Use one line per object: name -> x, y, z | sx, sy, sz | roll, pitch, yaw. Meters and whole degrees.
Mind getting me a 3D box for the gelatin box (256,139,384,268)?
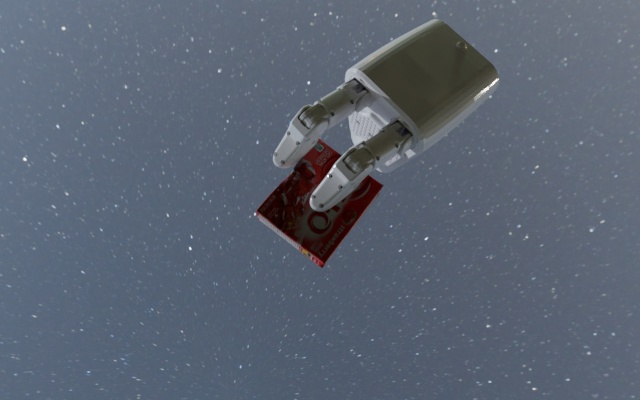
gelatin box -> 0.000, 0.002, 0.417 | 0.073, 0.089, 0.030 | 37, -16, 7
